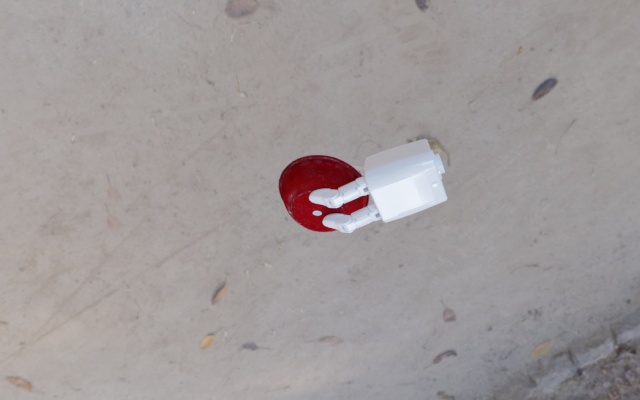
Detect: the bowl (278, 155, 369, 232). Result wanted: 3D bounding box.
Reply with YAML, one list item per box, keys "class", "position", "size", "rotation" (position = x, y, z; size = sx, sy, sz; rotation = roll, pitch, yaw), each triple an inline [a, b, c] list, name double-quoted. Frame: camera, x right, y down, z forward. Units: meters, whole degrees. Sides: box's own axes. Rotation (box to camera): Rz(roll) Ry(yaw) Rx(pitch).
- class: "bowl"
  position: [-0.001, 0.003, 0.817]
  size: [0.162, 0.162, 0.055]
  rotation: [0, 40, 14]
